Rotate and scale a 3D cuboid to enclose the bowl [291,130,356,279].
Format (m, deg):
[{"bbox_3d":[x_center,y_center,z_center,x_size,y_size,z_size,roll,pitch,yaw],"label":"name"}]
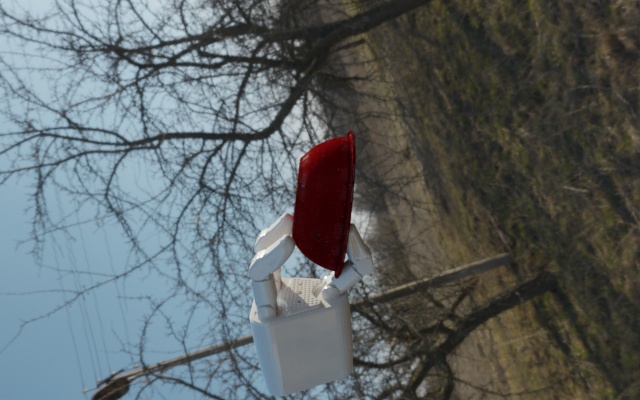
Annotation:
[{"bbox_3d":[0.000,0.000,0.520,0.055,0.162,0.162,6,0,-2],"label":"bowl"}]
